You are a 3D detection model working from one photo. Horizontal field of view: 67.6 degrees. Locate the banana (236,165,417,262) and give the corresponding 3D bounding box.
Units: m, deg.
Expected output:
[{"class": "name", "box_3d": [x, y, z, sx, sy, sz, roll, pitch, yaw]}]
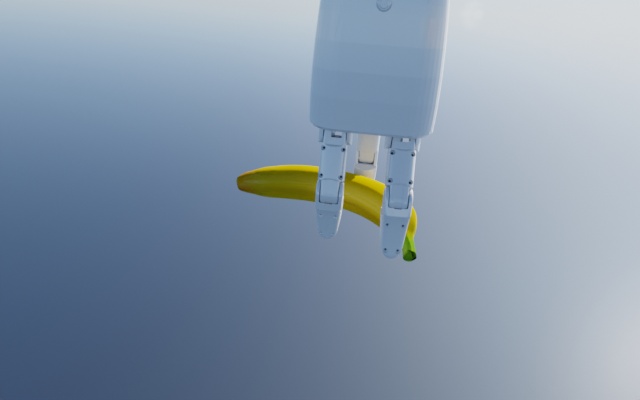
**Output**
[{"class": "banana", "box_3d": [0.013, -0.005, 0.460, 0.198, 0.037, 0.069, 20, 33, 26]}]
